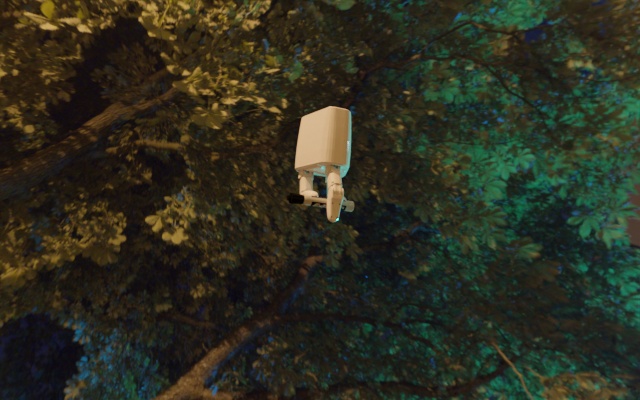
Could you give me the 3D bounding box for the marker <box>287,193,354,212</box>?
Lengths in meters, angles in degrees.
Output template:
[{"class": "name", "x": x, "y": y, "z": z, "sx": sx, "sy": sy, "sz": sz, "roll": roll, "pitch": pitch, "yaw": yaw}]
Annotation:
[{"class": "marker", "x": 0.000, "y": 0.003, "z": 0.825, "sx": 0.121, "sy": 0.020, "sz": 0.020, "roll": 8, "pitch": -3, "yaw": -20}]
